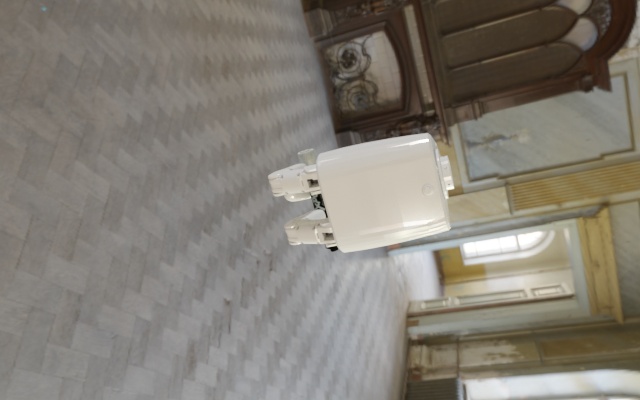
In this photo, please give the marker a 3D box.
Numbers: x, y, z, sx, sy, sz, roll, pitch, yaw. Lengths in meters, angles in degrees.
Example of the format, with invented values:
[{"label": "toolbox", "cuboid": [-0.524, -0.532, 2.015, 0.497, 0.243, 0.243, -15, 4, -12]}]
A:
[{"label": "marker", "cuboid": [0.000, 0.002, 0.540, 0.020, 0.121, 0.020, -15, 14, 4]}]
